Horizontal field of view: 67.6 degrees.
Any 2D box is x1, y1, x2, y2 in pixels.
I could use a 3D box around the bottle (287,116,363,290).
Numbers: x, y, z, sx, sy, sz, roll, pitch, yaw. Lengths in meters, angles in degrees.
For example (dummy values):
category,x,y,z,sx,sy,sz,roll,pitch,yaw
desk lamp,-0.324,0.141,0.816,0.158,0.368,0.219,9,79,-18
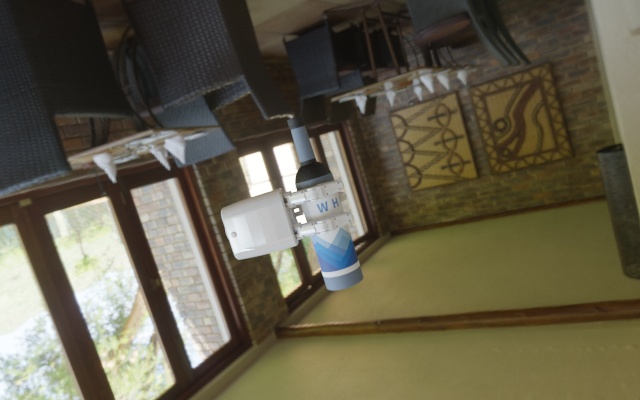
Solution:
category,x,y,z,sx,sy,sz,roll,pitch,yaw
bottle,0.000,0.003,0.808,0.069,0.296,0.069,-17,7,2
